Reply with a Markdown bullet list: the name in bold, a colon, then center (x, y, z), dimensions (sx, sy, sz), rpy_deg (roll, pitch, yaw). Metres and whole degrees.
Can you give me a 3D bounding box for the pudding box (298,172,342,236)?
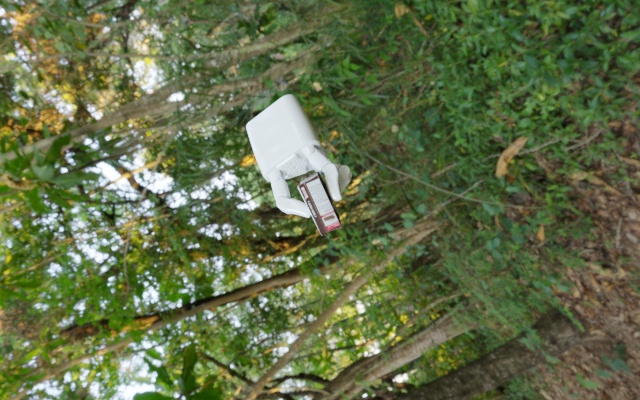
- **pudding box**: center (0.000, 0.003, 0.773), dimensions (0.039, 0.090, 0.113), rpy_deg (-25, 5, 5)
